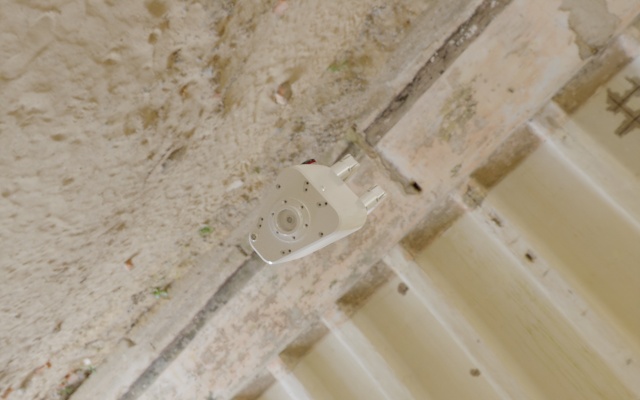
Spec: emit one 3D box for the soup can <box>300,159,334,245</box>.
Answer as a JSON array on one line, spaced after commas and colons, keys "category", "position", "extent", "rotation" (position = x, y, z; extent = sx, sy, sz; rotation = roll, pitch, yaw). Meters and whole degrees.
[{"category": "soup can", "position": [0.000, 0.002, 0.653], "extent": [0.068, 0.102, 0.068], "rotation": [-40, -11, -10]}]
